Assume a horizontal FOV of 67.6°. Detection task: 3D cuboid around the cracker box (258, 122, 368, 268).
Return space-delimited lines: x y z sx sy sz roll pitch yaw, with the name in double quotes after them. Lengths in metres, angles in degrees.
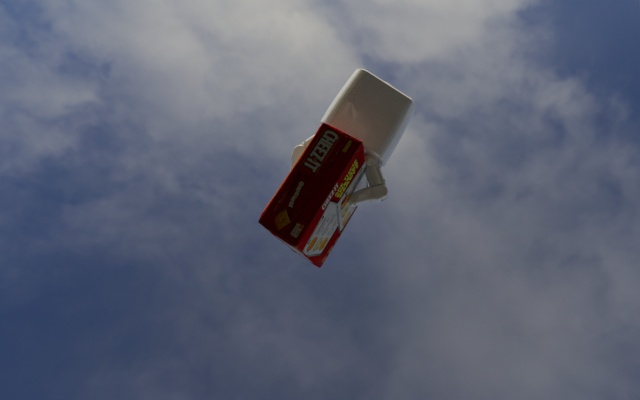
0.000 0.002 0.715 0.072 0.164 0.214 30 -9 15 "cracker box"
